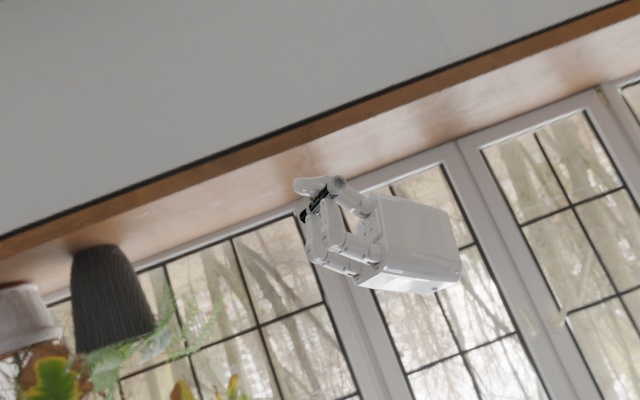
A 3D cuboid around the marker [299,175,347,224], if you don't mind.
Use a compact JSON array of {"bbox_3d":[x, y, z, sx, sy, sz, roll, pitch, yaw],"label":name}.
[{"bbox_3d":[0.000,0.002,0.583,0.020,0.020,0.121,0,-22,-22],"label":"marker"}]
